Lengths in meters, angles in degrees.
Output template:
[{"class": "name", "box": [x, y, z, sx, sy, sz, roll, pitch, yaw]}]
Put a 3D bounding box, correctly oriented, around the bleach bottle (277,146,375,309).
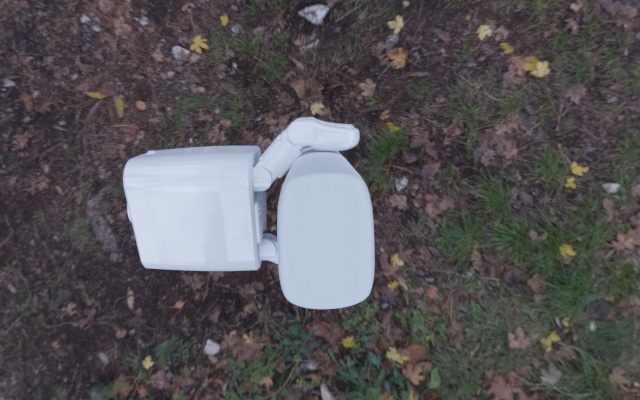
[{"class": "bleach bottle", "box": [0.000, 0.001, 0.445, 0.068, 0.102, 0.250, -2, 12, -1]}]
